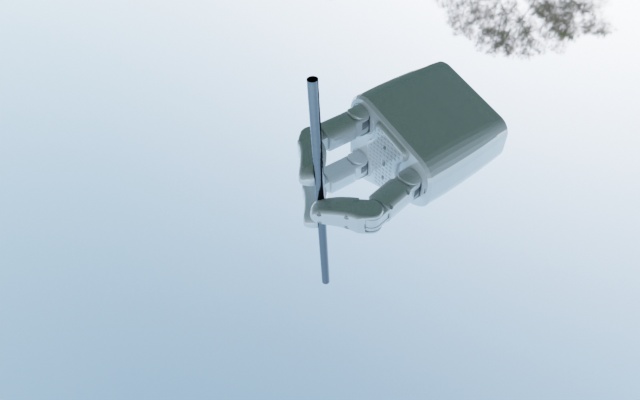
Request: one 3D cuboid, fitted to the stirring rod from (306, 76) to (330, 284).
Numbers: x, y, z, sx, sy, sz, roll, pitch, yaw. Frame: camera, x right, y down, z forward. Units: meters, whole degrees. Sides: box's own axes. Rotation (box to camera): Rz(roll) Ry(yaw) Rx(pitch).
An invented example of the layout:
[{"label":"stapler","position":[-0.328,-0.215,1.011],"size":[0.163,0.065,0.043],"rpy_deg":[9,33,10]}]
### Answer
[{"label":"stirring rod","position":[0.000,0.001,0.405],"size":[0.011,0.011,0.240],"rpy_deg":[0,-43,4]}]
